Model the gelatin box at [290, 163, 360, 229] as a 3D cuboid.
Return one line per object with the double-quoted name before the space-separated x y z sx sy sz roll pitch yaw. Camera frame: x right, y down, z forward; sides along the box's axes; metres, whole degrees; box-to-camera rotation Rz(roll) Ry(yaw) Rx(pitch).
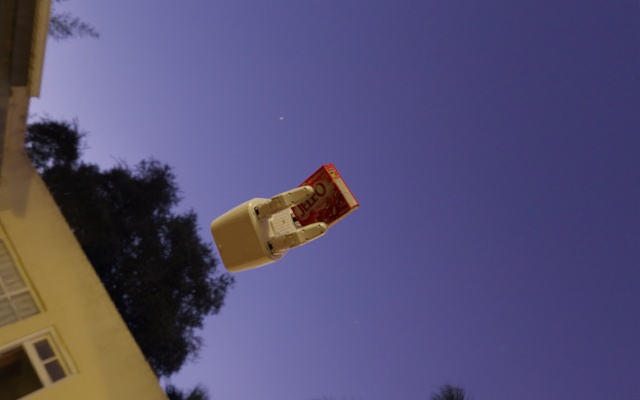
"gelatin box" 0.001 0.002 0.677 0.089 0.073 0.030 -38 -10 32
